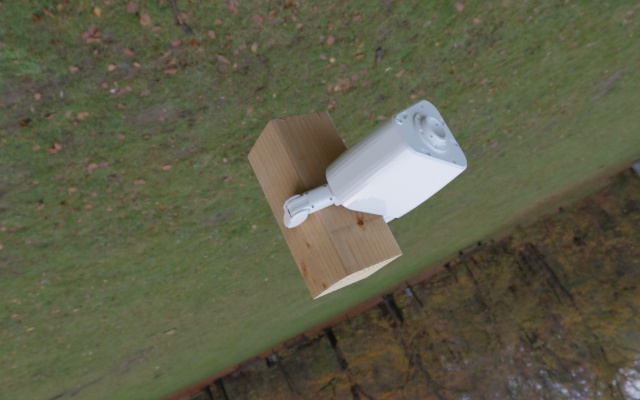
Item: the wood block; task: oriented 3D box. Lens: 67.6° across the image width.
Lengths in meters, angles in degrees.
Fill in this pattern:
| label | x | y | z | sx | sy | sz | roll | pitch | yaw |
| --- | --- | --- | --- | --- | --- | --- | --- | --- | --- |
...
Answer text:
| label | x | y | z | sx | sy | sz | roll | pitch | yaw |
| --- | --- | --- | --- | --- | --- | --- | --- | --- | --- |
| wood block | 0.000 | 0.002 | 0.595 | 0.091 | 0.206 | 0.090 | -15 | -19 | -35 |
